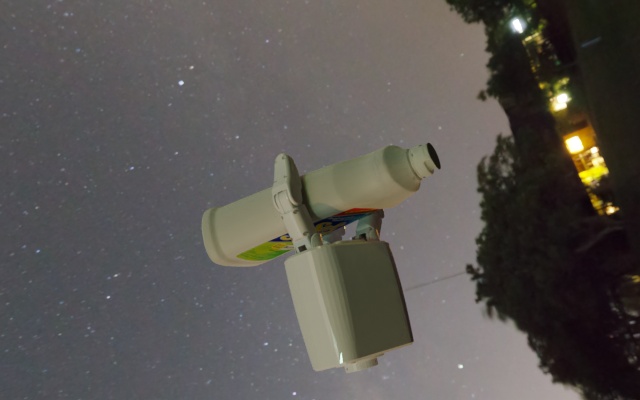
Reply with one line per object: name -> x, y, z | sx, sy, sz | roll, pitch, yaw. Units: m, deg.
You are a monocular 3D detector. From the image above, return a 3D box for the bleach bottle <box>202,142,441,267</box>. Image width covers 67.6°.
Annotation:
bleach bottle -> 0.000, 0.002, 0.498 | 0.251, 0.068, 0.102 | -24, -20, 28
